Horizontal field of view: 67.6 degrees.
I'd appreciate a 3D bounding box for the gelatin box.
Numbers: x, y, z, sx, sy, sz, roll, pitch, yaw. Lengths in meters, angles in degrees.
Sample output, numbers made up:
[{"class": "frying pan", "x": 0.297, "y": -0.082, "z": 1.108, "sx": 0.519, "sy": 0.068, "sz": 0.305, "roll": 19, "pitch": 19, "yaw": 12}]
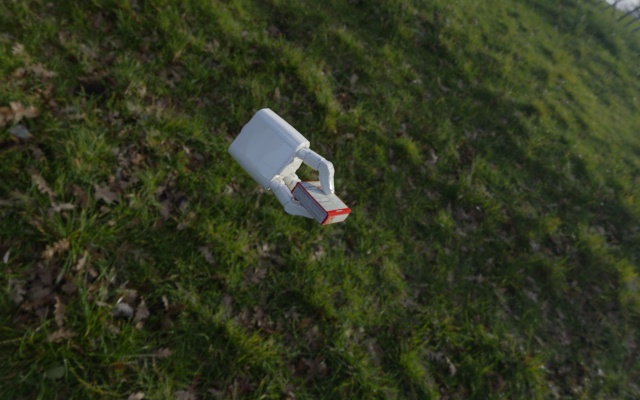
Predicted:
[{"class": "gelatin box", "x": 0.001, "y": 0.003, "z": 0.856, "sx": 0.089, "sy": 0.030, "sz": 0.073, "roll": 45, "pitch": 27, "yaw": 23}]
